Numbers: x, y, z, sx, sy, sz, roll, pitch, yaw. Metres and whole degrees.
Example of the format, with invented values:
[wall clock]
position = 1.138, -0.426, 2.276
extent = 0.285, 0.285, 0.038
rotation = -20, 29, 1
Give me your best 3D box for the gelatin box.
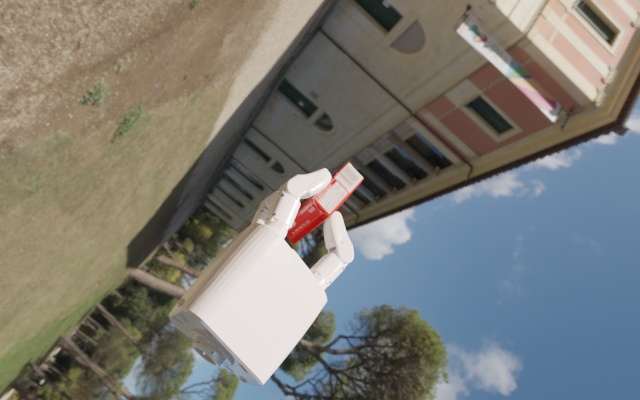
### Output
[gelatin box]
position = 0.001, 0.002, 0.547
extent = 0.073, 0.030, 0.089
rotation = -38, 5, 45
